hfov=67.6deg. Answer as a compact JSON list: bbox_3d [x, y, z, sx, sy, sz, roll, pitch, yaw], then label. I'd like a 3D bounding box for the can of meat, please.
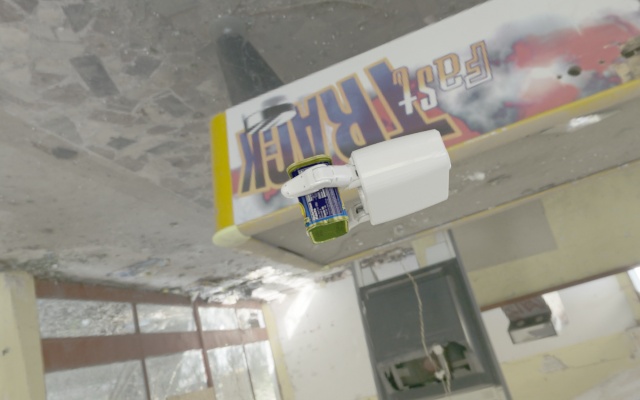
[{"bbox_3d":[0.000,0.002,0.603,0.057,0.084,0.102,-17,-17,0],"label":"can of meat"}]
